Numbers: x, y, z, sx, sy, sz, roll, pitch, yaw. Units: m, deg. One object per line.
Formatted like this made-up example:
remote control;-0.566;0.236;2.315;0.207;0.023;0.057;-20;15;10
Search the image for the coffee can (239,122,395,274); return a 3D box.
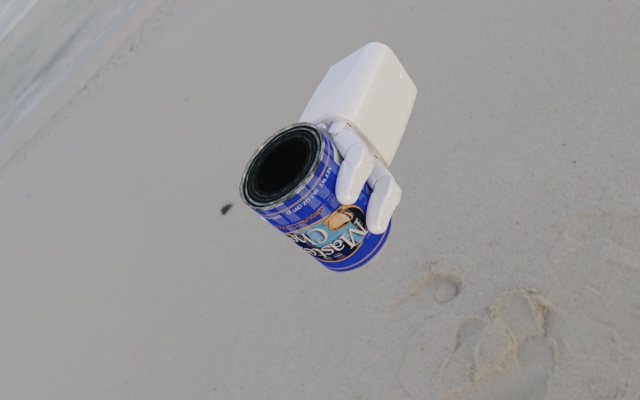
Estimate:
coffee can;0.000;0.002;0.502;0.103;0.102;0.140;0;-32;42
